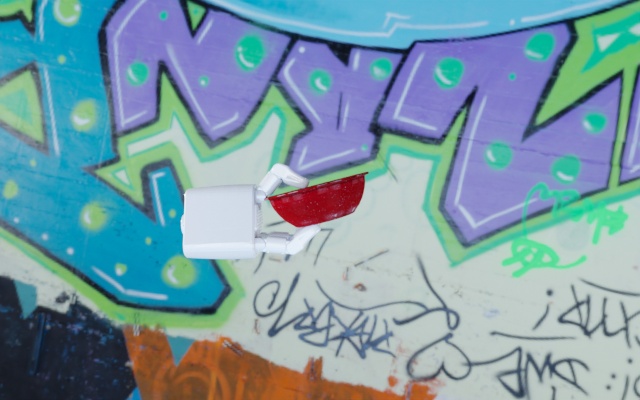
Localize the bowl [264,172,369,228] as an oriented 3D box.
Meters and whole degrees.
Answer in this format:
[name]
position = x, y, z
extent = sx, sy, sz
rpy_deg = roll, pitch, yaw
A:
[bowl]
position = 0.001, 0.002, 0.713
extent = 0.162, 0.055, 0.162
rpy_deg = -15, 2, 1
